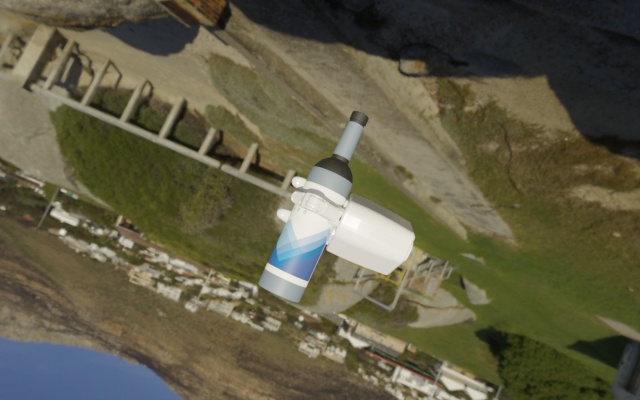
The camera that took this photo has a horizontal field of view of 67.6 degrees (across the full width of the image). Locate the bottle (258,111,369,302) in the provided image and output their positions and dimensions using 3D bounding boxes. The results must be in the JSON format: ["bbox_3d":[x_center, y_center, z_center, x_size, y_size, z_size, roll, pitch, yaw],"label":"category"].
[{"bbox_3d":[0.000,0.003,0.713,0.069,0.295,0.069,25,-6,3],"label":"bottle"}]
